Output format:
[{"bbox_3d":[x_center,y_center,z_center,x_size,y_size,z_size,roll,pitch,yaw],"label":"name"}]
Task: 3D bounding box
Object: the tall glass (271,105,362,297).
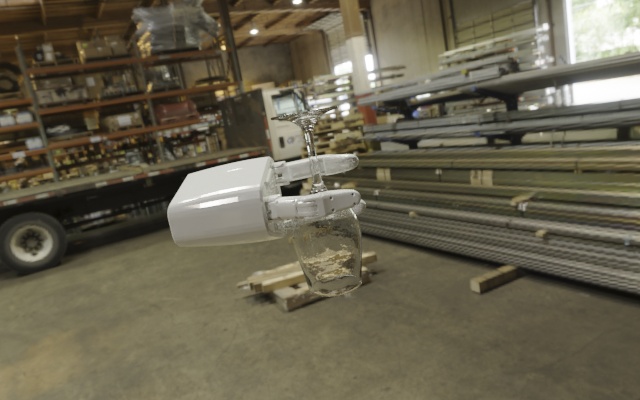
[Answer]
[{"bbox_3d":[0.000,0.001,0.528,0.079,0.201,0.079,-10,11,2],"label":"tall glass"}]
